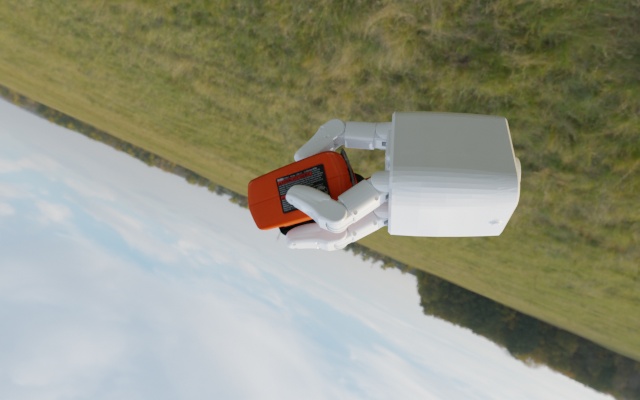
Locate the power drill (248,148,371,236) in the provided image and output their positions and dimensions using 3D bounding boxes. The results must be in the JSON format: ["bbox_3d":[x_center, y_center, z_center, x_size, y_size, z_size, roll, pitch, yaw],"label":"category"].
[{"bbox_3d":[0.000,0.002,0.529,0.184,0.057,0.187,-20,-11,21],"label":"power drill"}]
